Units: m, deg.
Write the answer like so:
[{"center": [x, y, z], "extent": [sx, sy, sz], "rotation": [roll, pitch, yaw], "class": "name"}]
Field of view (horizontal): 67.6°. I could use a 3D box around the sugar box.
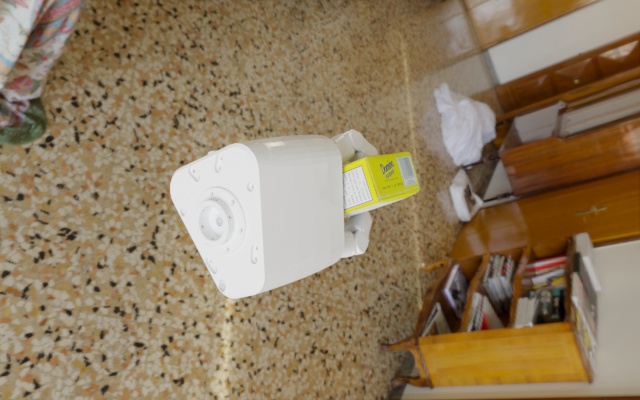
[{"center": [0.000, 0.001, 0.473], "extent": [0.176, 0.048, 0.093], "rotation": [-18, -3, 34], "class": "sugar box"}]
